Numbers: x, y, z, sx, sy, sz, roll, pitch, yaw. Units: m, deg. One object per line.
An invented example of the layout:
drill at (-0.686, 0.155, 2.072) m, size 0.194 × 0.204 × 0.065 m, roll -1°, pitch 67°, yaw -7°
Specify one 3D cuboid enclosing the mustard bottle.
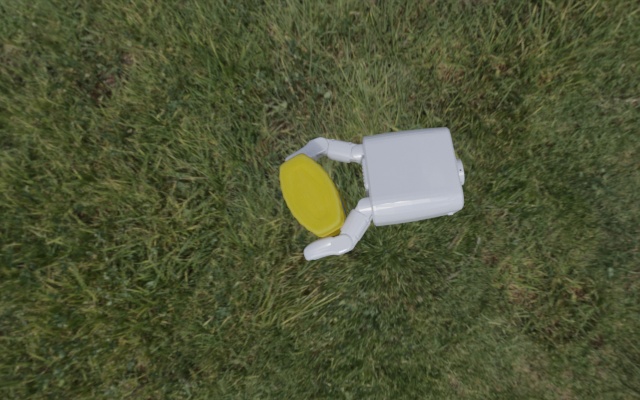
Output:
mustard bottle at (0.000, 0.002, 0.621) m, size 0.058 × 0.096 × 0.191 m, roll -31°, pitch -9°, yaw 3°
